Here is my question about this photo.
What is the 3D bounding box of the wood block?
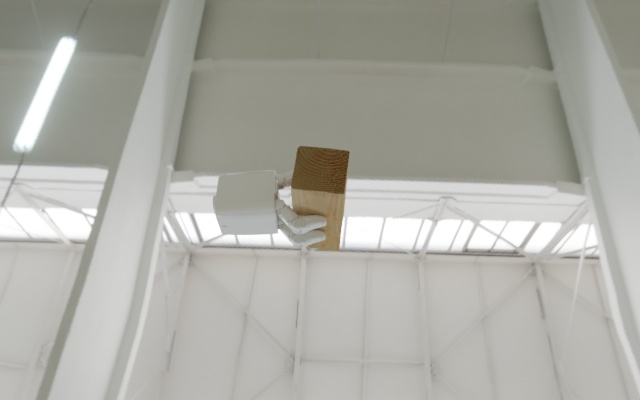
[{"bbox_3d":[0.000,0.003,0.868,0.090,0.090,0.206,6,-31,3],"label":"wood block"}]
